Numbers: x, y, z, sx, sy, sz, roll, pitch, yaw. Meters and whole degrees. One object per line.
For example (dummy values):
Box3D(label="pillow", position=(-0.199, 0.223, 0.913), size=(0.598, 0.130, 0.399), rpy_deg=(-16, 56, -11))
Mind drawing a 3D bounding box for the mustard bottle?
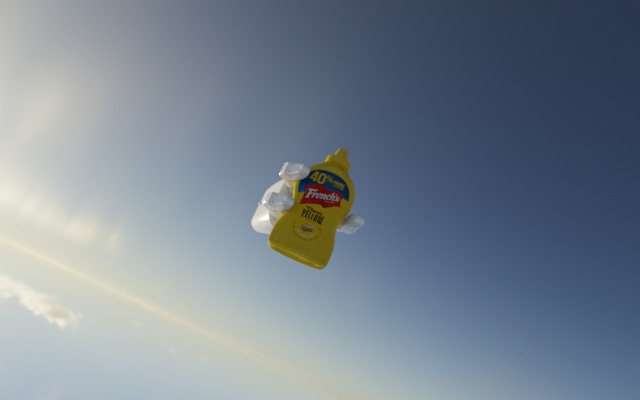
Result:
Box3D(label="mustard bottle", position=(0.000, 0.003, 0.737), size=(0.096, 0.191, 0.058), rpy_deg=(23, -19, 5))
